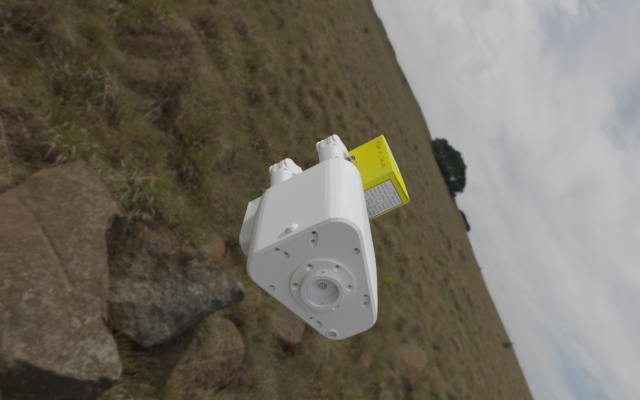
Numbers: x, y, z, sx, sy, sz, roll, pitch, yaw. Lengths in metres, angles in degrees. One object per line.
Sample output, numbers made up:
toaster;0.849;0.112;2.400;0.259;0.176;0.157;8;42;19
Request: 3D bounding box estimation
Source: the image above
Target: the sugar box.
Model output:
sugar box;0.000;0.001;0.507;0.176;0.048;0.093;-24;27;12
